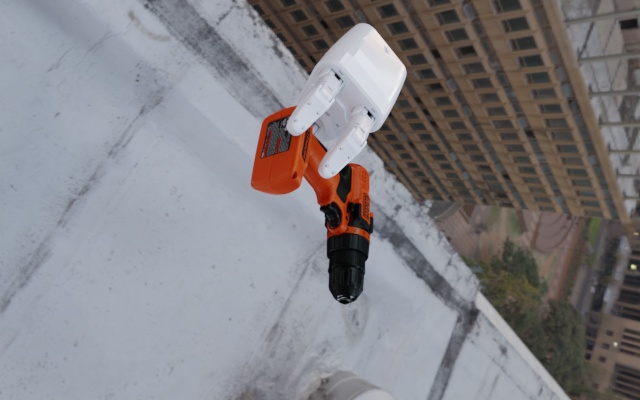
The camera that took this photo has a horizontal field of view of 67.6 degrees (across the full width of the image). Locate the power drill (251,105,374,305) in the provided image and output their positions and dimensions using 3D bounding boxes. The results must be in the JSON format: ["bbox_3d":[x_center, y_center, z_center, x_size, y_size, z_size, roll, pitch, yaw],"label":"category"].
[{"bbox_3d":[0.000,0.001,0.530,0.057,0.184,0.188,-14,-38,25],"label":"power drill"}]
